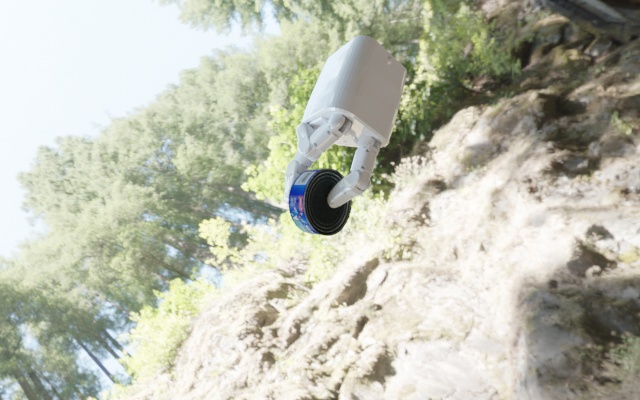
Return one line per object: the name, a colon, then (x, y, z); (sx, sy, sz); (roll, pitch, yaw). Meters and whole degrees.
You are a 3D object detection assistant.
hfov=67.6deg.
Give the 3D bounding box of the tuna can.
tuna can: (0.000, 0.002, 0.613); (0.086, 0.086, 0.034); (0, 1, -45)
